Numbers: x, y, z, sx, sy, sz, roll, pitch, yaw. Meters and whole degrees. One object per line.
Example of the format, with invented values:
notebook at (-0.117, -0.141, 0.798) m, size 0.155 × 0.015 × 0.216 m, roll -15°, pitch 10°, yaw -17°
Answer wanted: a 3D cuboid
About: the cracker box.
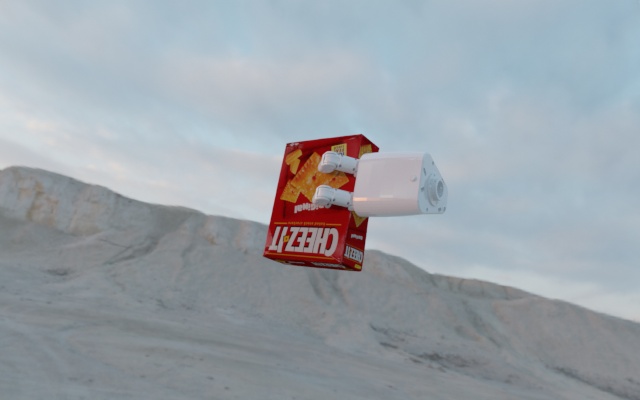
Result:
cracker box at (0.000, 0.003, 0.804) m, size 0.164 × 0.213 × 0.072 m, roll -1°, pitch -18°, yaw 36°
